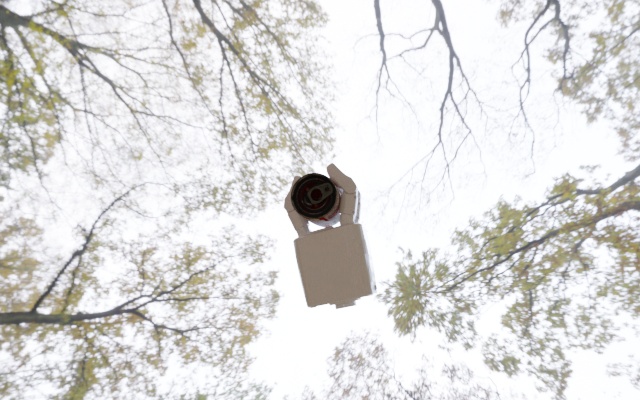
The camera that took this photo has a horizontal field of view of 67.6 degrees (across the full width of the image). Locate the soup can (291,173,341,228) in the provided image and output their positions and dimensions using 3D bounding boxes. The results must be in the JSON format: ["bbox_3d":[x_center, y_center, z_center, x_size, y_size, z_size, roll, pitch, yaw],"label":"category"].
[{"bbox_3d":[0.000,0.002,0.728,0.068,0.068,0.102,0,-11,11],"label":"soup can"}]
